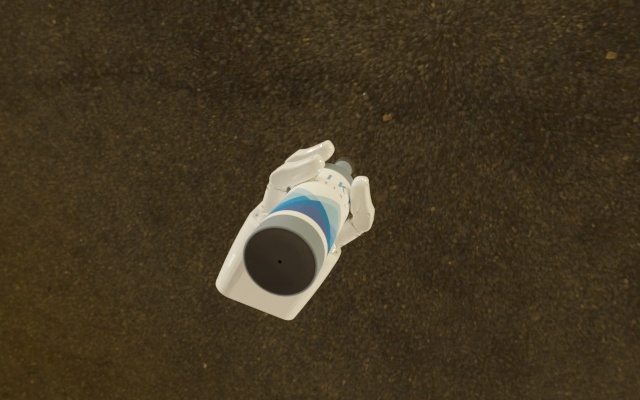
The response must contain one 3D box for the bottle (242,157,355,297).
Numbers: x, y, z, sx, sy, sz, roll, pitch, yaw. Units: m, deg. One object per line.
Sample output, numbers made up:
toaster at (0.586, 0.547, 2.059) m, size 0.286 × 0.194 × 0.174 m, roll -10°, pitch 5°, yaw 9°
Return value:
bottle at (0.000, 0.002, 0.528) m, size 0.069 × 0.069 × 0.295 m, roll 0°, pitch 20°, yaw 14°
